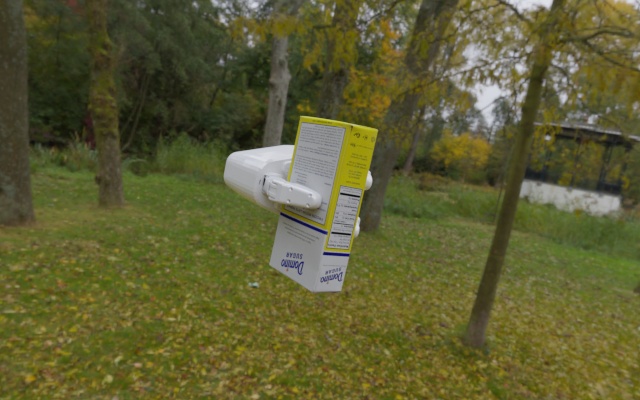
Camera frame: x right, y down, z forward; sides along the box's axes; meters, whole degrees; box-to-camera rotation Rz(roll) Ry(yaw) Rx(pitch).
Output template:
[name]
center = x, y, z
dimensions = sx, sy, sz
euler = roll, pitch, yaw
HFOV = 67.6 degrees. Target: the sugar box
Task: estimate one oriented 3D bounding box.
[sugar box]
center = 0.000, 0.002, 0.519
dimensions = 0.048, 0.176, 0.093
euler = 5, 10, -37
